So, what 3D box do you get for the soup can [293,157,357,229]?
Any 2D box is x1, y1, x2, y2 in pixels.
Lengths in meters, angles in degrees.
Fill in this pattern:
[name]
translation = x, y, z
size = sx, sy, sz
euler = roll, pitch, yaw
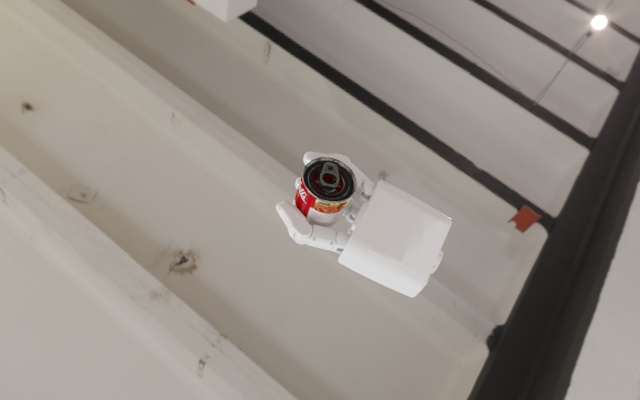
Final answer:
[soup can]
translation = 0.000, 0.002, 0.614
size = 0.068, 0.068, 0.102
euler = 0, -34, -16
